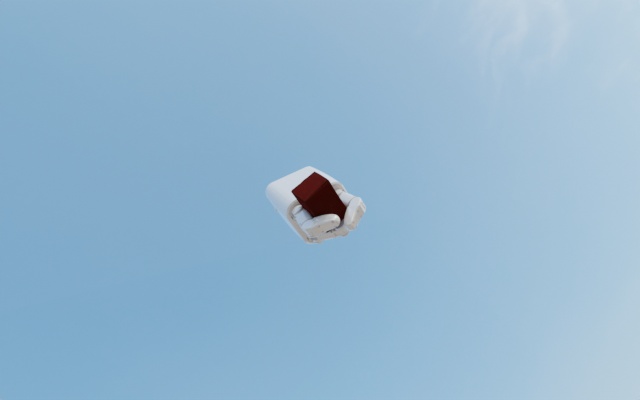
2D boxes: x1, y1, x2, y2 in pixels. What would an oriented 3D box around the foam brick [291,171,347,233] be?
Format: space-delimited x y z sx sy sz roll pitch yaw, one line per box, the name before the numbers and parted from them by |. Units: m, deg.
foam brick | 0.000 0.002 0.763 0.053 0.078 0.051 -40 35 -9
